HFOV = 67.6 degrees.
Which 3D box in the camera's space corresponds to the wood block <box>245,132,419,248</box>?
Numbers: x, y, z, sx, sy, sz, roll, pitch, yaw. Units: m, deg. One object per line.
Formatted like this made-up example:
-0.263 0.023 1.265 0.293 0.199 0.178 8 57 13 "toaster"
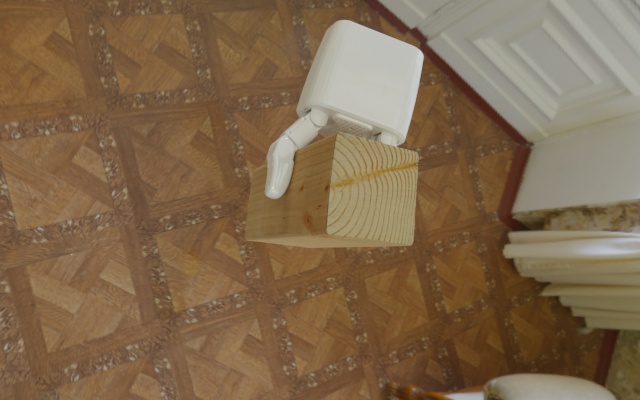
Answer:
0.000 0.001 0.504 0.091 0.090 0.206 11 -11 -26 "wood block"
